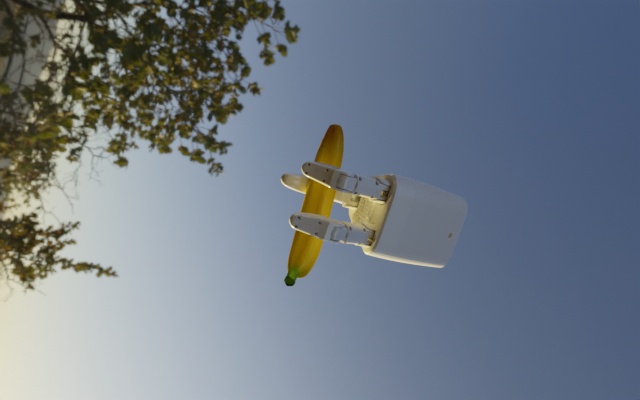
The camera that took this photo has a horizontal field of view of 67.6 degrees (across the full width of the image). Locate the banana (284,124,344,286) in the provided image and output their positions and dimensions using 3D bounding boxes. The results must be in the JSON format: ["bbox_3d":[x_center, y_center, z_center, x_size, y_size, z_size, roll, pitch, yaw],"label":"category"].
[{"bbox_3d":[-0.004,0.009,0.571,0.037,0.197,0.069,16,-13,-5],"label":"banana"}]
